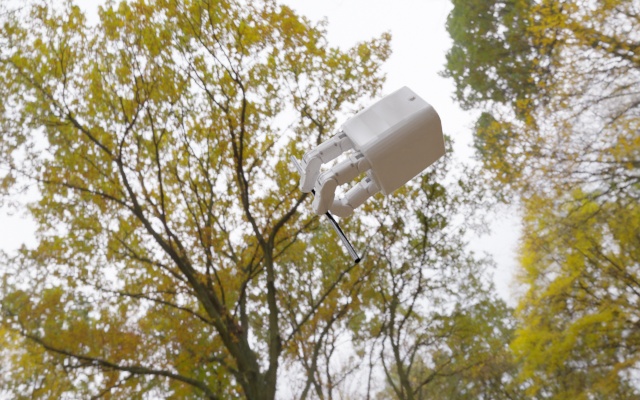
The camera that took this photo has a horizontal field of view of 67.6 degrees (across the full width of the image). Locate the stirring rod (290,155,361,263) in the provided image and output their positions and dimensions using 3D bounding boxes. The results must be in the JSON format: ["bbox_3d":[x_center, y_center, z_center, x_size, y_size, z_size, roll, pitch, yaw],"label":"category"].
[{"bbox_3d":[0.000,0.002,0.645,0.011,0.011,0.239,0,34,-26],"label":"stirring rod"}]
